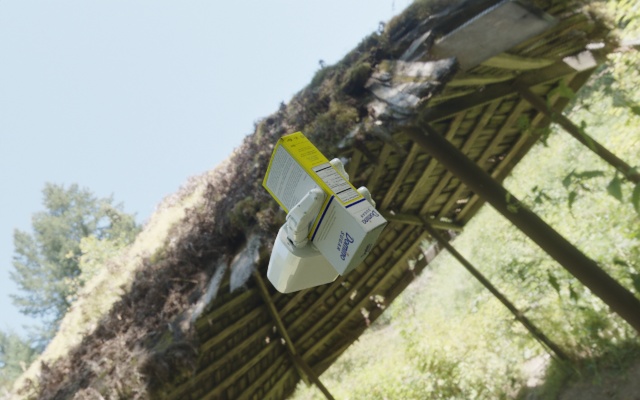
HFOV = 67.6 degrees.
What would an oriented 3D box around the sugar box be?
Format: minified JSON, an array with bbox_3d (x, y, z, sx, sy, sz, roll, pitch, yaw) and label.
[{"bbox_3d":[0.000,0.002,0.622,0.048,0.176,0.093,-26,-27,-40],"label":"sugar box"}]
